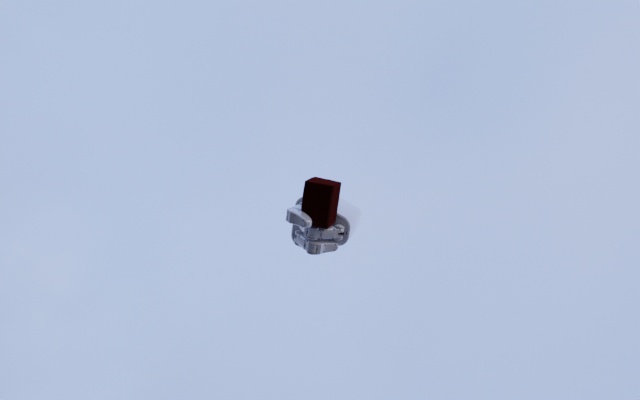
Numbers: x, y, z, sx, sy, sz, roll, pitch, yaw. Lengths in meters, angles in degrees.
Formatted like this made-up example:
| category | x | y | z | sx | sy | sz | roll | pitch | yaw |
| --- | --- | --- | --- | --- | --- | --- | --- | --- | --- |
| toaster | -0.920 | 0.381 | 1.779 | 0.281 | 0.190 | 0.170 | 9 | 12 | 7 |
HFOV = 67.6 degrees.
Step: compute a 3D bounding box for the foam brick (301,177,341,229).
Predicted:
| category | x | y | z | sx | sy | sz | roll | pitch | yaw |
| --- | --- | --- | --- | --- | --- | --- | --- | --- | --- |
| foam brick | 0.000 | 0.002 | 0.829 | 0.053 | 0.078 | 0.051 | 13 | 16 | 16 |
